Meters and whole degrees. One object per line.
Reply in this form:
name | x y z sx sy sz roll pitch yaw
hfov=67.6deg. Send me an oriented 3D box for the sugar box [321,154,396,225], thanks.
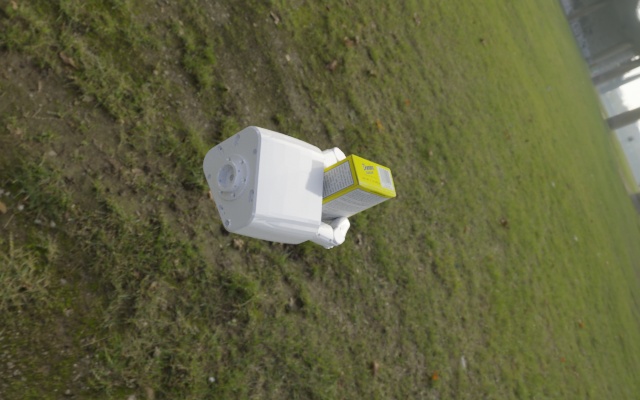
sugar box | 0.000 0.001 0.624 0.176 0.048 0.093 -23 -22 32
